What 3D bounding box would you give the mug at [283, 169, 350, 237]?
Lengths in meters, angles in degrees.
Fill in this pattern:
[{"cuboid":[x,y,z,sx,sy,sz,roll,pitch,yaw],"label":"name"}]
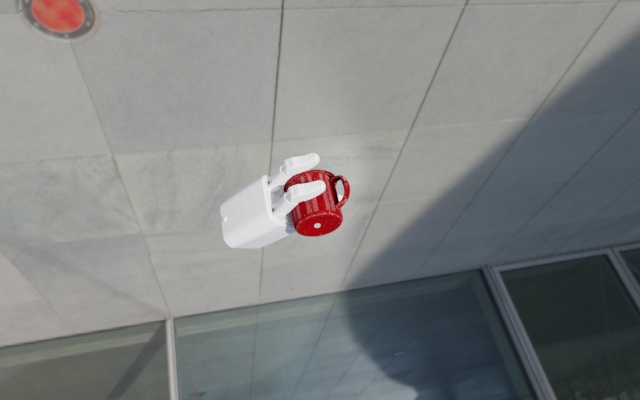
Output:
[{"cuboid":[0.001,0.002,0.788,0.117,0.081,0.093,-28,-33,25],"label":"mug"}]
